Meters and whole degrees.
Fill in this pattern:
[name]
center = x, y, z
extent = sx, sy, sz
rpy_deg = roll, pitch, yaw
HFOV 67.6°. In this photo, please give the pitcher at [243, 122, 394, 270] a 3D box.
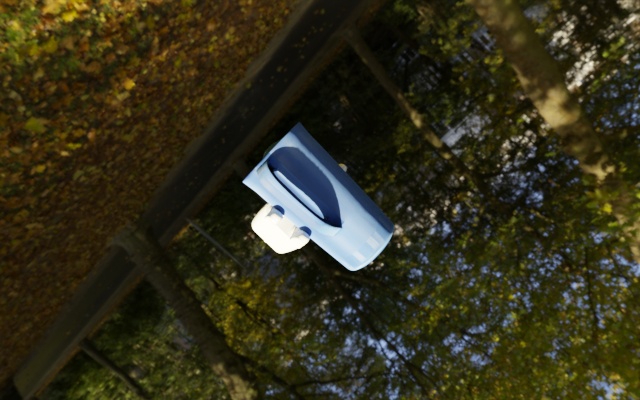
[pitcher]
center = 0.000, 0.003, 0.776
extent = 0.243, 0.149, 0.145
rpy_deg = 43, -27, -7
